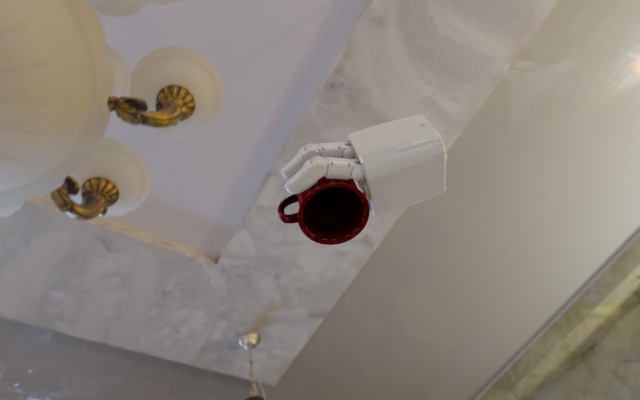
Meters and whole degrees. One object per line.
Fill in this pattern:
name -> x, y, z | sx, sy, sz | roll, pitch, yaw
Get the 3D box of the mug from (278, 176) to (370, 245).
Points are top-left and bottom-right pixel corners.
mug -> -0.001, 0.002, 0.640 | 0.117, 0.093, 0.081 | -16, 32, 0
